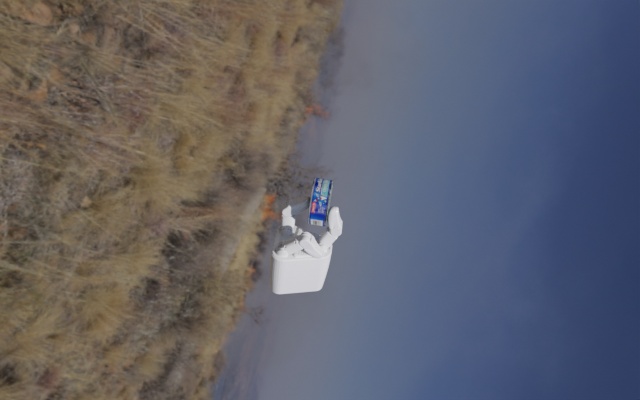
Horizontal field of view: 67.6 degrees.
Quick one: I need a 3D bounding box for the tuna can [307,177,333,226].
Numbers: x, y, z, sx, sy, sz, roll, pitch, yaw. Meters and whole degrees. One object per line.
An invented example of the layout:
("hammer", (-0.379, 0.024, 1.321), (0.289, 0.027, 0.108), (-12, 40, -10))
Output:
("tuna can", (0.001, 0.003, 0.858), (0.034, 0.086, 0.086), (9, 0, 3))
